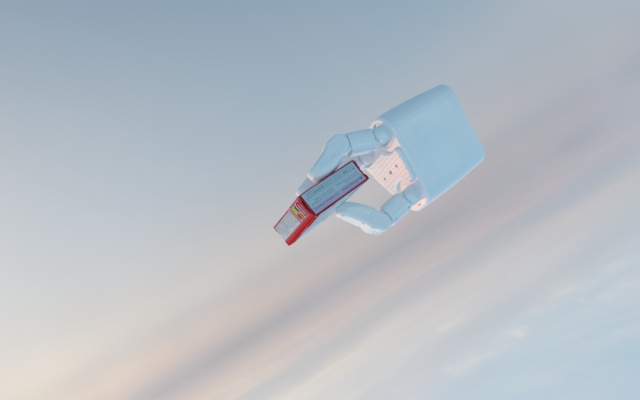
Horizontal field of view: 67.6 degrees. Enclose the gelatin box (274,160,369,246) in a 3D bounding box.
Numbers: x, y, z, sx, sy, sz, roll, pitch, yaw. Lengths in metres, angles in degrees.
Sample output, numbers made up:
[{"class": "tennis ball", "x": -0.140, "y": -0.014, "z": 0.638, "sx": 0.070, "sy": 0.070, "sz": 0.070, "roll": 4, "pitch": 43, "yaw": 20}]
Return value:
[{"class": "gelatin box", "x": 0.000, "y": 0.002, "z": 0.504, "sx": 0.089, "sy": 0.030, "sz": 0.073, "roll": -36, "pitch": -7, "yaw": -37}]
